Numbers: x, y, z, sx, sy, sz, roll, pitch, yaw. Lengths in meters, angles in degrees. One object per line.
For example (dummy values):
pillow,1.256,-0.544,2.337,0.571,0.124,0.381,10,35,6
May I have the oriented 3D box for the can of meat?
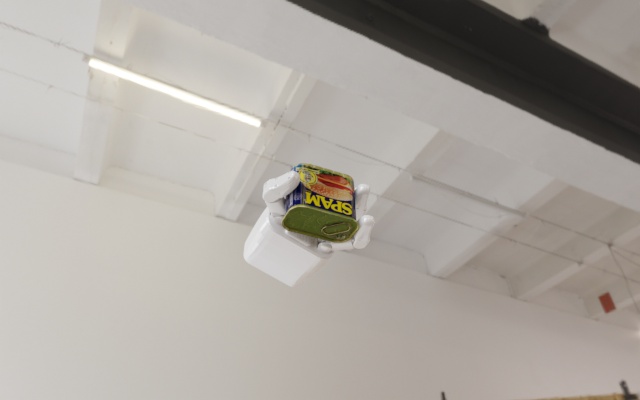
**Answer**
can of meat,0.000,0.002,0.661,0.102,0.083,0.057,16,-42,-18
